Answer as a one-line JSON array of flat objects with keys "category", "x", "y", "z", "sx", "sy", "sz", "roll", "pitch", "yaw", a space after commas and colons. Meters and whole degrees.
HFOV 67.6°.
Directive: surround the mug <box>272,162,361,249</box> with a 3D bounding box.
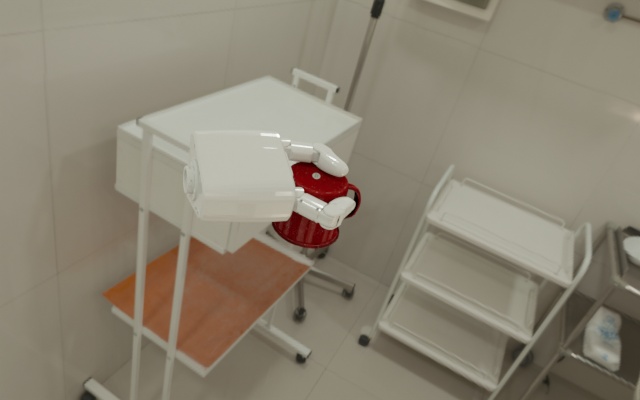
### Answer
[{"category": "mug", "x": 0.002, "y": 0.002, "z": 0.625, "sx": 0.117, "sy": 0.081, "sz": 0.093, "roll": 0, "pitch": 35, "yaw": -22}]
